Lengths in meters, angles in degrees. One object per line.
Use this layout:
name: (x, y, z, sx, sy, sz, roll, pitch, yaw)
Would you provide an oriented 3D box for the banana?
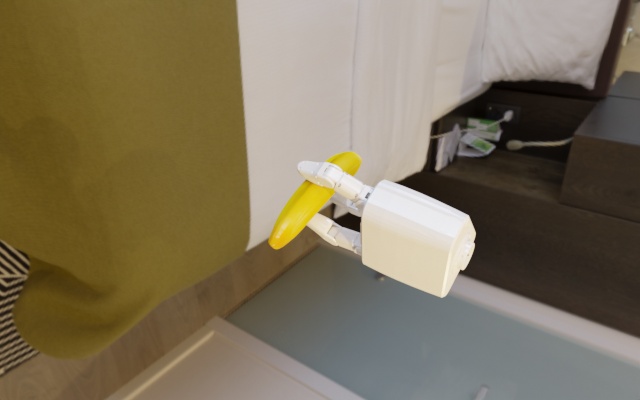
banana: (0.004, -0.014, 0.603, 0.037, 0.070, 0.197, 28, 45, 20)
